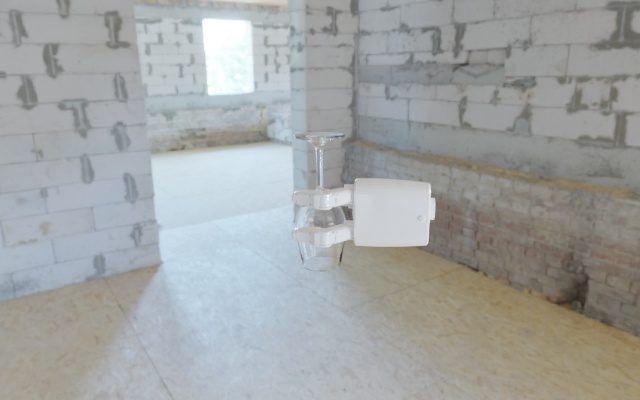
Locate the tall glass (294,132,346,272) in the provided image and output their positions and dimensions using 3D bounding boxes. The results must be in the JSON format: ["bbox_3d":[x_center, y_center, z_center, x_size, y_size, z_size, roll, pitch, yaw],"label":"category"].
[{"bbox_3d":[0.000,0.002,0.713,0.079,0.201,0.079,-1,16,0],"label":"tall glass"}]
